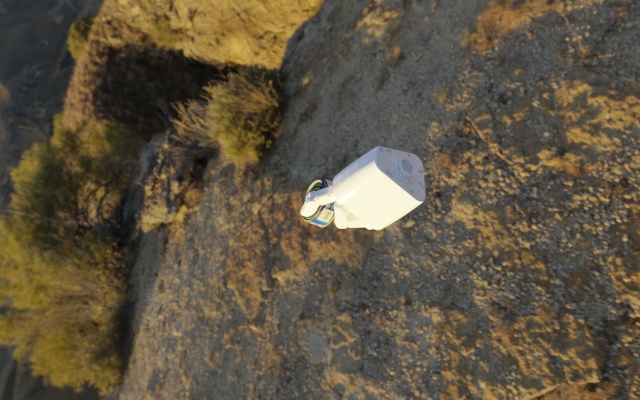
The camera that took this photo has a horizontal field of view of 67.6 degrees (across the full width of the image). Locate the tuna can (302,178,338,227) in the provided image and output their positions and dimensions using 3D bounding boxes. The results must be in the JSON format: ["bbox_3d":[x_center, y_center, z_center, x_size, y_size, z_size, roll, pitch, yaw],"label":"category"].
[{"bbox_3d":[0.000,0.003,0.867,0.034,0.086,0.086,19,-9,-27],"label":"tuna can"}]
